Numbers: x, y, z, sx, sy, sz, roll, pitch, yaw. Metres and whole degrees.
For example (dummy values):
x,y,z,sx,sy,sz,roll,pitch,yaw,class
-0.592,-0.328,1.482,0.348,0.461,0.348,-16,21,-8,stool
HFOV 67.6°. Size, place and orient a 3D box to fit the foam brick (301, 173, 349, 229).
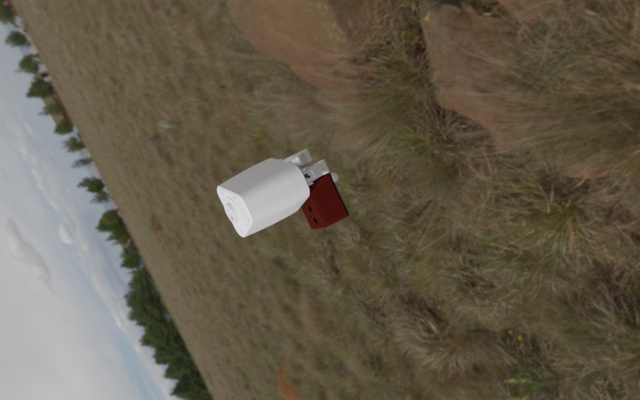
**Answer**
x,y,z,sx,sy,sz,roll,pitch,yaw,class
0.000,0.003,0.788,0.051,0.078,0.053,-30,9,-29,foam brick
